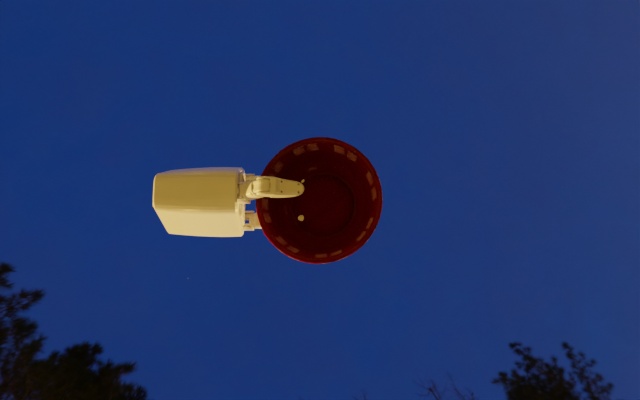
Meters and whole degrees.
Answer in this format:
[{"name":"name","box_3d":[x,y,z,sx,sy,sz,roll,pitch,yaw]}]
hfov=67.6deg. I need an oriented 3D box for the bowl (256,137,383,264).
[{"name":"bowl","box_3d":[0.001,0.002,0.624,0.162,0.162,0.055,0,-9,8]}]
